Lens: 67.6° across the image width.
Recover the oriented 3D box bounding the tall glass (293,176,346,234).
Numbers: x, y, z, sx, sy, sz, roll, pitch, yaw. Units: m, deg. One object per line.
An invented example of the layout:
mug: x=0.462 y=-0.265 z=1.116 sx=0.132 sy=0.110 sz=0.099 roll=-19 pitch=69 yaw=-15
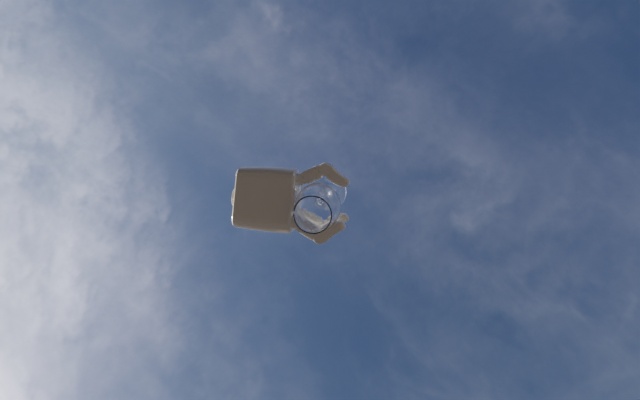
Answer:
tall glass: x=0.000 y=0.003 z=0.835 sx=0.079 sy=0.079 sz=0.201 roll=0 pitch=11 yaw=7
